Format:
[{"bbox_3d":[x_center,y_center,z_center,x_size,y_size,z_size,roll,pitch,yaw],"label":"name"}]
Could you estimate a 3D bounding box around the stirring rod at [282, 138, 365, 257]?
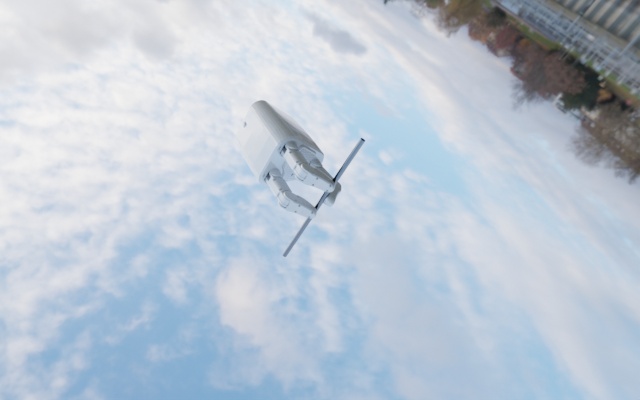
[{"bbox_3d":[0.000,0.002,0.725,0.011,0.240,0.011,25,30,-16],"label":"stirring rod"}]
